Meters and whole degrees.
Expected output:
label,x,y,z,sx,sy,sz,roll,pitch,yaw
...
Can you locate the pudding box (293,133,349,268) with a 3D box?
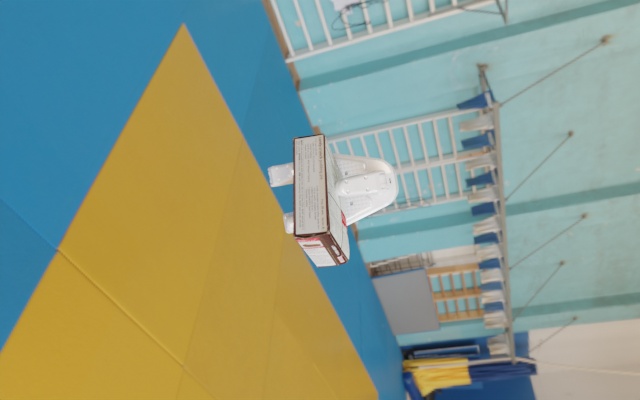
label,x,y,z,sx,sy,sz,roll,pitch,yaw
pudding box,0.000,0.002,0.493,0.039,0.113,0.090,-10,-28,12
